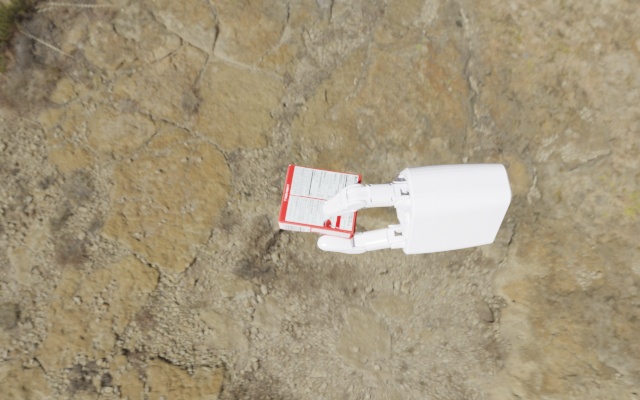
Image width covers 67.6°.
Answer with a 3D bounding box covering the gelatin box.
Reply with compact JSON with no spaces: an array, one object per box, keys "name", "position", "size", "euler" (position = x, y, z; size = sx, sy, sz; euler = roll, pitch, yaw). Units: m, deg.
[{"name":"gelatin box","position":[0.000,0.002,0.560],"size":[0.089,0.073,0.030],"euler":[9,-19,1]}]
